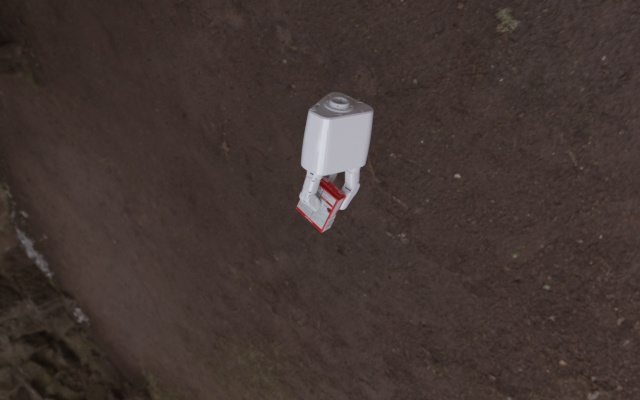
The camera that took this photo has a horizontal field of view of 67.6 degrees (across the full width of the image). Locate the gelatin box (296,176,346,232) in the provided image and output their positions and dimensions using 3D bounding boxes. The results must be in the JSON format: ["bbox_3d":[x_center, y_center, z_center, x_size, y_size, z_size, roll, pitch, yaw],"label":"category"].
[{"bbox_3d":[0.000,0.003,0.889,0.073,0.089,0.030,42,41,20],"label":"gelatin box"}]
